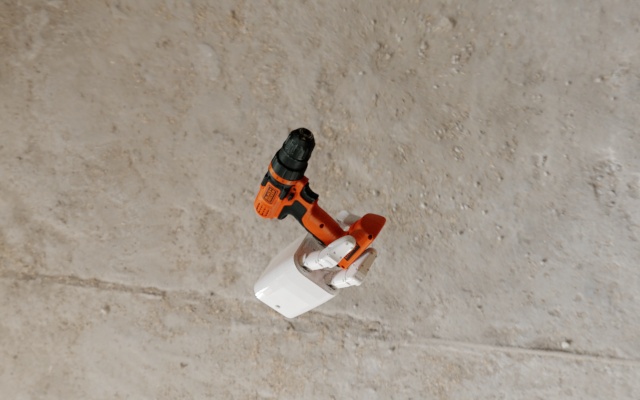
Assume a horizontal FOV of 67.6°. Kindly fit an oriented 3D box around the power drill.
[{"bbox_3d":[0.000,0.003,0.701,0.057,0.187,0.184,-48,-6,-42],"label":"power drill"}]
